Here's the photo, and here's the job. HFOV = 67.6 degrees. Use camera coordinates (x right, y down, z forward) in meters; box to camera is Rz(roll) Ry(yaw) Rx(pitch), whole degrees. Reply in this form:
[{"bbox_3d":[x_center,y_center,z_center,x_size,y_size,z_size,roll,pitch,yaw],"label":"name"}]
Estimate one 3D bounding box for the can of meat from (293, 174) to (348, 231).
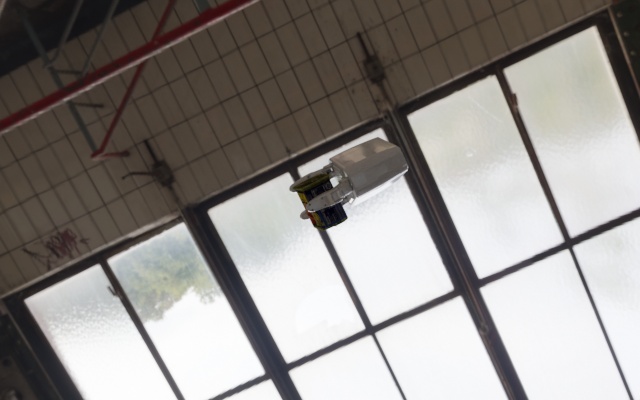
[{"bbox_3d":[0.000,0.003,0.838,0.057,0.084,0.102,-28,8,-10],"label":"can of meat"}]
